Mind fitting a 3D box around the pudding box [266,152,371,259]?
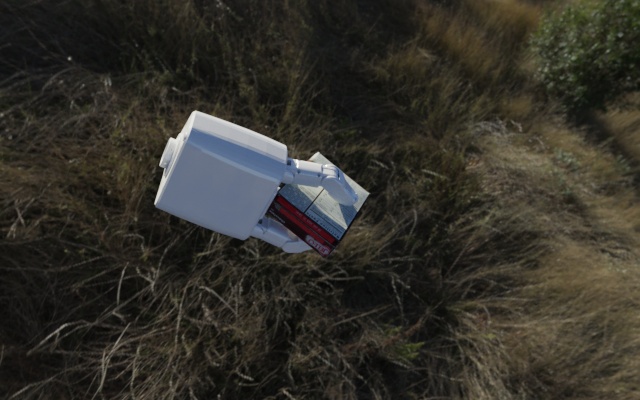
[{"bbox_3d":[0.000,0.002,0.562,0.039,0.090,0.113,-50,1,41],"label":"pudding box"}]
